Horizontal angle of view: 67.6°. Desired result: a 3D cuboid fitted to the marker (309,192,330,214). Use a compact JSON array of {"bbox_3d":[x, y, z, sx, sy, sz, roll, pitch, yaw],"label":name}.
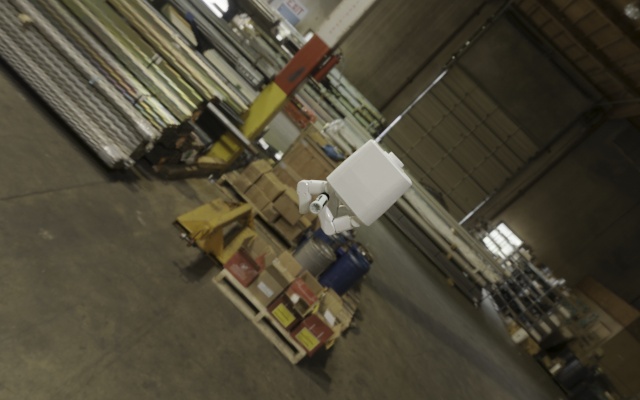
[{"bbox_3d":[0.000,0.003,0.786,0.020,0.020,0.121,0,9,8],"label":"marker"}]
